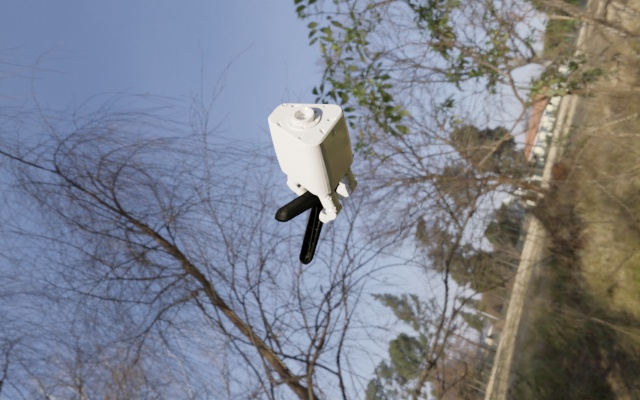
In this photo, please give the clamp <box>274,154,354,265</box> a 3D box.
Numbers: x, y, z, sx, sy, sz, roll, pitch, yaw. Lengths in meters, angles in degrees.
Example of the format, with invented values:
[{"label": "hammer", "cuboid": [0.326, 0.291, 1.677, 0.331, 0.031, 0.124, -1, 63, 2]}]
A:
[{"label": "clamp", "cuboid": [0.000, 0.002, 0.835, 0.036, 0.210, 0.165, 20, -32, 25]}]
